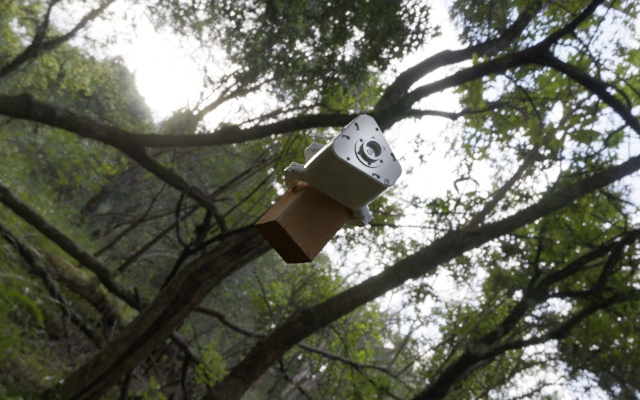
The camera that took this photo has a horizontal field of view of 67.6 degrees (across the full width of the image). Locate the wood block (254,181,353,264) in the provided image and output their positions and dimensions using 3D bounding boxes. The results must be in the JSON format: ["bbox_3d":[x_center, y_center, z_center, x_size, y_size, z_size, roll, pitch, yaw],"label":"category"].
[{"bbox_3d":[0.001,0.003,0.807,0.206,0.091,0.090,-46,16,-28],"label":"wood block"}]
